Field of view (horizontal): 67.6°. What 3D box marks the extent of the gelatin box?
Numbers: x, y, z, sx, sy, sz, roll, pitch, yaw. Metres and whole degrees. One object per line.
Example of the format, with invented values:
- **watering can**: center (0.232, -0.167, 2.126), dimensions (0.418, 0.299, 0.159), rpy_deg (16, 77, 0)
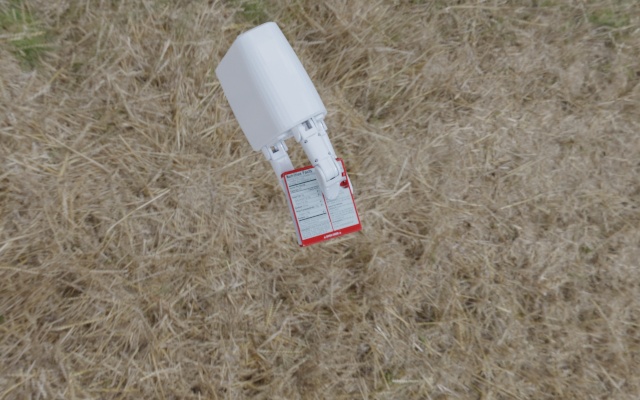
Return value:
- **gelatin box**: center (0.000, 0.002, 0.555), dimensions (0.073, 0.089, 0.030), rpy_deg (-16, -2, -12)
